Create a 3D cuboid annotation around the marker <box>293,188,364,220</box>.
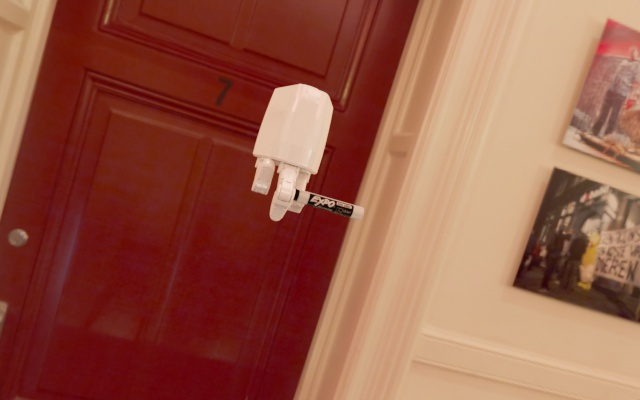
[{"bbox_3d":[0.000,0.002,0.648,0.121,0.020,0.020,16,-4,-12],"label":"marker"}]
